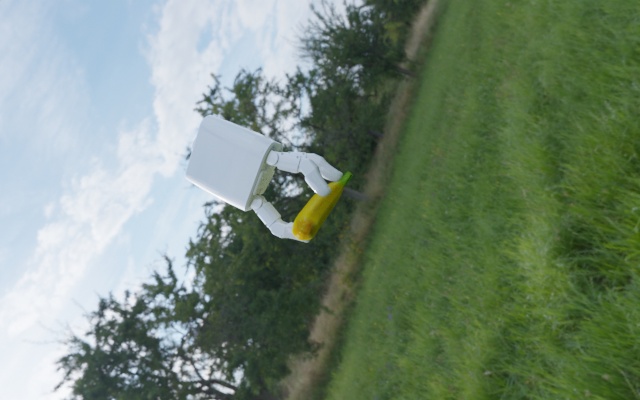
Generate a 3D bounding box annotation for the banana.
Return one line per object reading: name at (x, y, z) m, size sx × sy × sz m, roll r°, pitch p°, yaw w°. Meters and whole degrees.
banana at (-0.006, 0.015, 0.689) m, size 0.037 × 0.070 × 0.197 m, roll 31°, pitch 32°, yaw 3°
